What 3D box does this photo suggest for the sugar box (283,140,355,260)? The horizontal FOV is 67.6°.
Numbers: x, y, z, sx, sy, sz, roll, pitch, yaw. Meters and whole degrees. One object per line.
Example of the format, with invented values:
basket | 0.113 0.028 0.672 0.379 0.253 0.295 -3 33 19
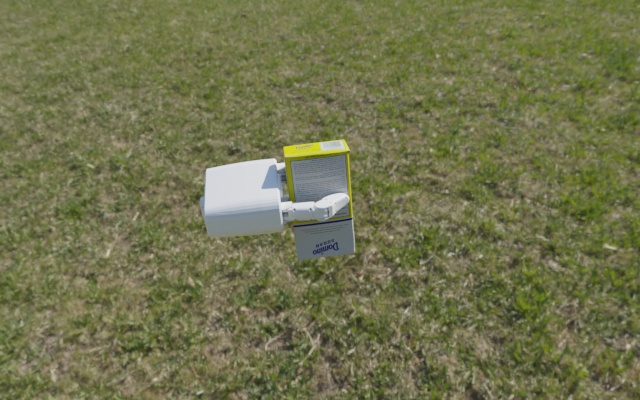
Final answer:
sugar box | 0.000 0.002 0.716 0.093 0.176 0.048 -7 30 -4
